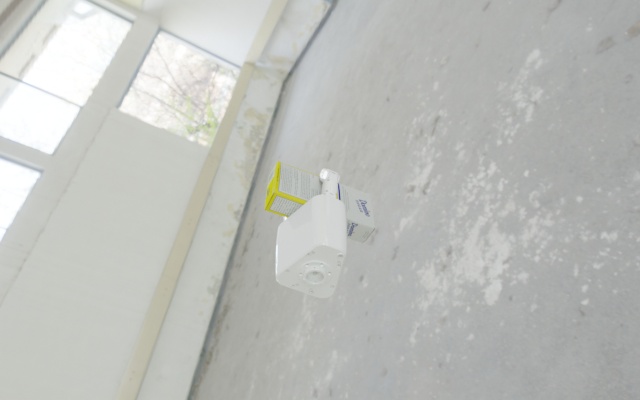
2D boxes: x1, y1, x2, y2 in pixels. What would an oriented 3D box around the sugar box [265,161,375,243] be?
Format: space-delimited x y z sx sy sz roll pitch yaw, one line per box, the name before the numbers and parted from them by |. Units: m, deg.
sugar box | 0.000 0.003 0.783 0.176 0.048 0.093 22 35 -17
